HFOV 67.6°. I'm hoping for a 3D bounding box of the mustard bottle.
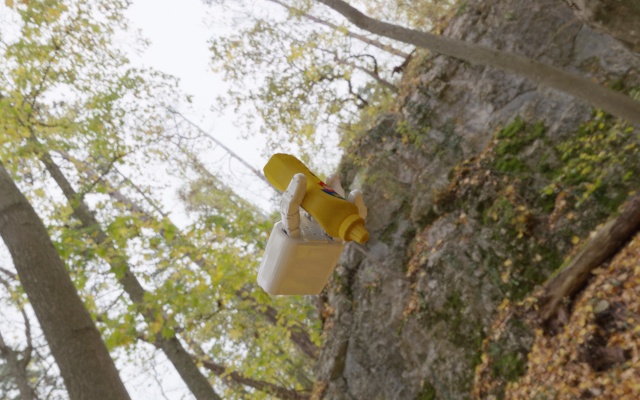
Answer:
[{"bbox_3d":[0.000,0.002,0.709,0.191,0.058,0.096,41,5,34],"label":"mustard bottle"}]
